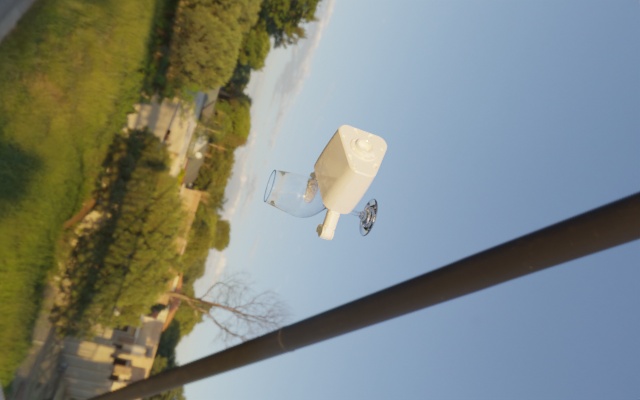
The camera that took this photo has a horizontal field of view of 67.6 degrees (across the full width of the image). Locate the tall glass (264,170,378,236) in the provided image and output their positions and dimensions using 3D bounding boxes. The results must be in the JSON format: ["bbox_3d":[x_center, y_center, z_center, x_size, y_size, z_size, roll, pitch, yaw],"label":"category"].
[{"bbox_3d":[0.001,0.003,0.880,0.201,0.079,0.079,17,-5,-15],"label":"tall glass"}]
